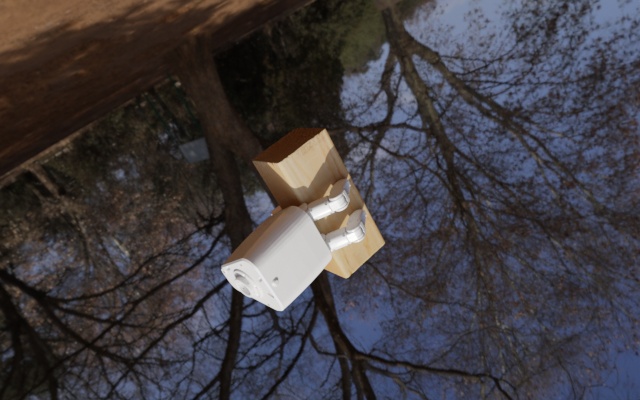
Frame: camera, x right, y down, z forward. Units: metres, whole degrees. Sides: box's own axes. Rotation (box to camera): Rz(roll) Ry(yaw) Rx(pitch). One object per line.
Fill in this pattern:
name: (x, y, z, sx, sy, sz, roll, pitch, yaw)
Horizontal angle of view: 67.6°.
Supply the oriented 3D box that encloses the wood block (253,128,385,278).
wood block: (0.000, 0.003, 0.715, 0.090, 0.206, 0.091, -39, 26, -22)
